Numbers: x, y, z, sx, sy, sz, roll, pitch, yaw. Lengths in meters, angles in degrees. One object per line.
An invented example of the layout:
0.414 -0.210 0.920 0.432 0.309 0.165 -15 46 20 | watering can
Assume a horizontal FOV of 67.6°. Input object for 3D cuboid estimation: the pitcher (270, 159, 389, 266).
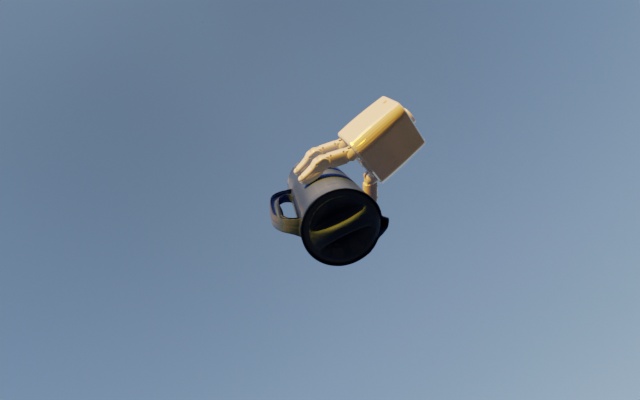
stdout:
0.000 0.003 0.844 0.149 0.145 0.242 44 6 -24 | pitcher
